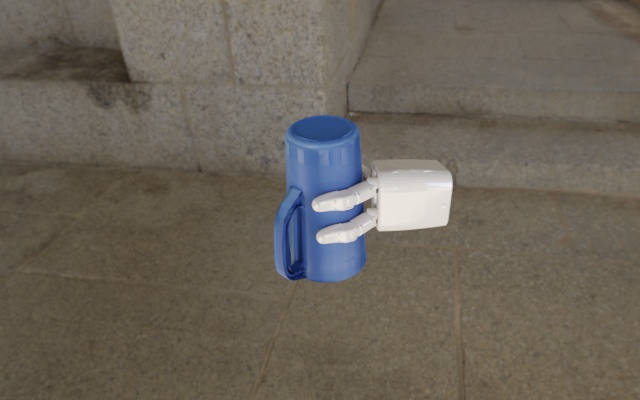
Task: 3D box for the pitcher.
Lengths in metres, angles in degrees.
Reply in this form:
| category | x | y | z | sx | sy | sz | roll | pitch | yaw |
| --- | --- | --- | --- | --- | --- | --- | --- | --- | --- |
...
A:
| category | x | y | z | sx | sy | sz | roll | pitch | yaw |
| --- | --- | --- | --- | --- | --- | --- | --- | --- | --- |
| pitcher | 0.000 | 0.002 | 0.737 | 0.145 | 0.243 | 0.149 | -3 | 32 | 0 |
